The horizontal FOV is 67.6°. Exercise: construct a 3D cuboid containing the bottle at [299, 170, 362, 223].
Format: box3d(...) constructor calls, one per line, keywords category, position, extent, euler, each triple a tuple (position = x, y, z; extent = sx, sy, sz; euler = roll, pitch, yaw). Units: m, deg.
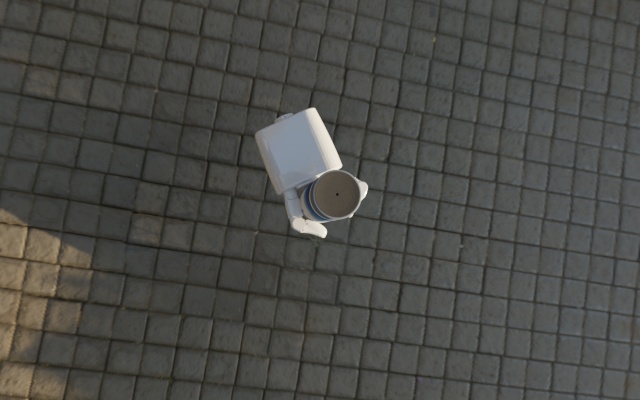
box3d(category="bottle", position=(0.000, 0.003, 0.775), extent=(0.069, 0.069, 0.296), euler=(0, -4, -9))
